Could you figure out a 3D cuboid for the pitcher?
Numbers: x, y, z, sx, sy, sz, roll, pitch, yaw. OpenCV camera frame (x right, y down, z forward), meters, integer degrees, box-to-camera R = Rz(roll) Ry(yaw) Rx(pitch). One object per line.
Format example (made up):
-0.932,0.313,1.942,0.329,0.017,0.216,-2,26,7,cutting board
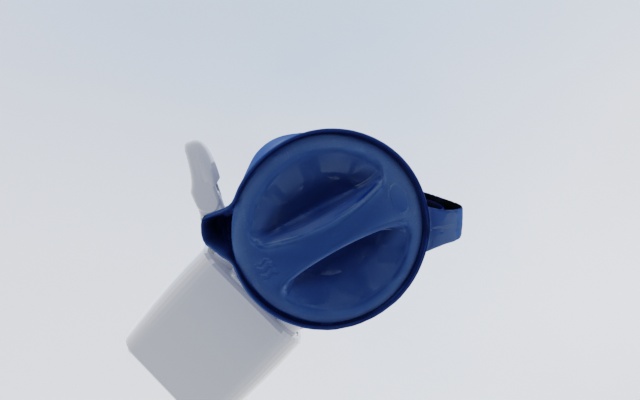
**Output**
0.000,0.001,0.418,0.149,0.145,0.242,43,2,-14,pitcher
